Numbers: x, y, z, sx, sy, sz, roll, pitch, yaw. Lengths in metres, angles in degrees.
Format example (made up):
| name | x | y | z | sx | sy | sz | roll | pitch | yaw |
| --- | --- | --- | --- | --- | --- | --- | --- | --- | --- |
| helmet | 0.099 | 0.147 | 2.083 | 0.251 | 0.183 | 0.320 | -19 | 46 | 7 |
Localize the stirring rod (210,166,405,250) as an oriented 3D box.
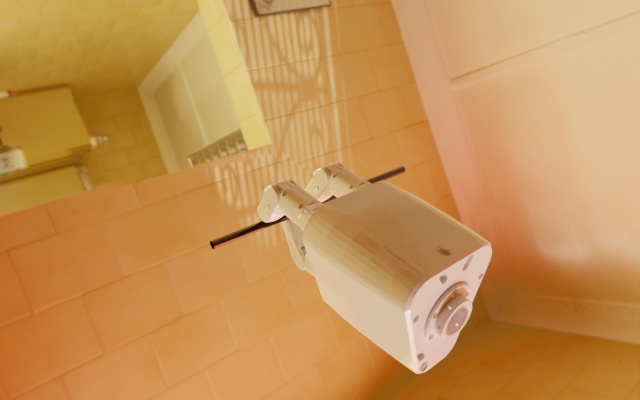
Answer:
| name | x | y | z | sx | sy | sz | roll | pitch | yaw |
| --- | --- | --- | --- | --- | --- | --- | --- | --- | --- |
| stirring rod | 0.000 | 0.002 | 0.477 | 0.239 | 0.011 | 0.011 | -22 | 12 | -33 |
